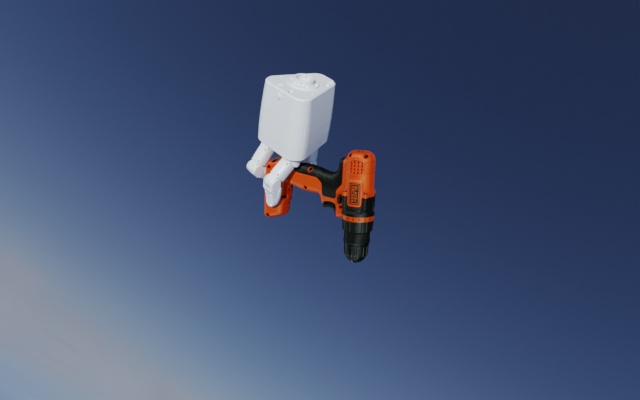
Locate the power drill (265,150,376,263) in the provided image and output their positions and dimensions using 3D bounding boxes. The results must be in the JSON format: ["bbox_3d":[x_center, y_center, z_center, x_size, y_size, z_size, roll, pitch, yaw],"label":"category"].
[{"bbox_3d":[0.000,0.002,0.795,0.187,0.184,0.057,8,12,21],"label":"power drill"}]
